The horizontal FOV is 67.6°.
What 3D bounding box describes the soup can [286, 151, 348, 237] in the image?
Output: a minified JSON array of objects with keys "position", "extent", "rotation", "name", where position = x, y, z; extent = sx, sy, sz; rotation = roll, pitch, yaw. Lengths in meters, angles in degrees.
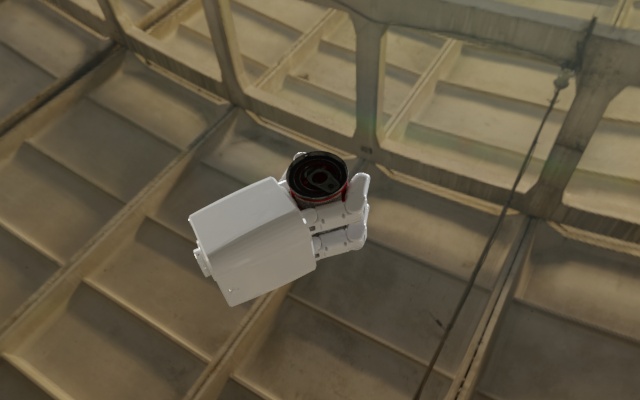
[{"position":[0.000,0.002,0.555],"extent":[0.068,0.068,0.102],"rotation":[0,-37,6],"name":"soup can"}]
